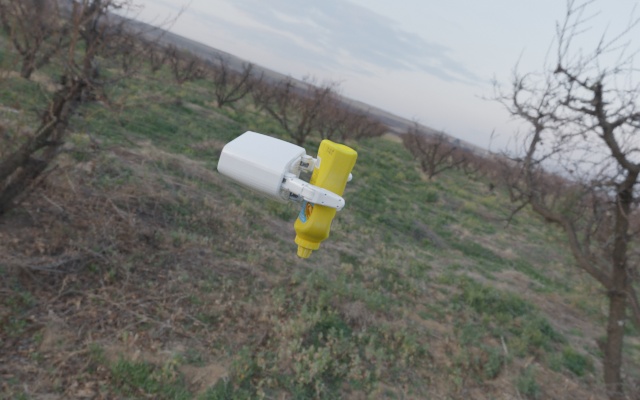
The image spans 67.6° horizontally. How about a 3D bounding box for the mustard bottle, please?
[{"bbox_3d":[0.001,0.002,0.766,0.058,0.192,0.096,16,11,-15],"label":"mustard bottle"}]
